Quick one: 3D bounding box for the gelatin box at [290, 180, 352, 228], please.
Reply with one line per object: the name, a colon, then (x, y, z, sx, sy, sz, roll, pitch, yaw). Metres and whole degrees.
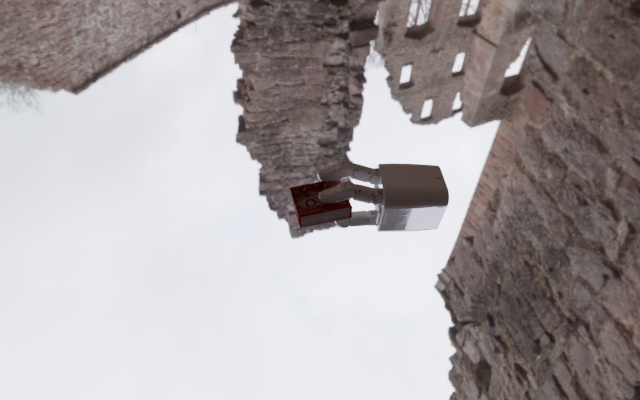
gelatin box: (0.000, 0.003, 0.786, 0.089, 0.030, 0.073, -11, 45, -9)
